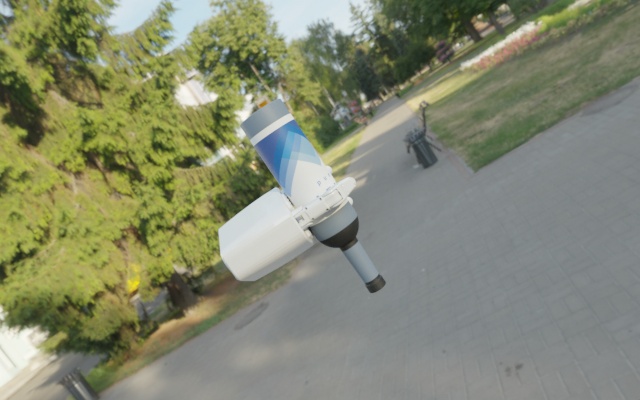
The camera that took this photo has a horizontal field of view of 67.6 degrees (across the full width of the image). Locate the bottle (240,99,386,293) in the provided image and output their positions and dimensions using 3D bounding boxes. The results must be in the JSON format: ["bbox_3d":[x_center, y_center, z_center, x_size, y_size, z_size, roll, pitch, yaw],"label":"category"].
[{"bbox_3d":[0.000,0.002,0.661,0.069,0.296,0.069,-33,6,4],"label":"bottle"}]
